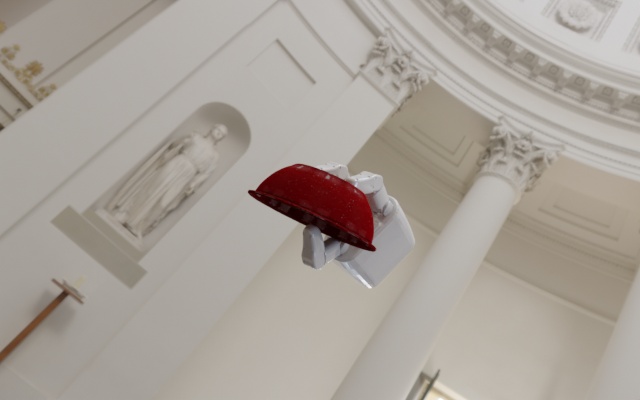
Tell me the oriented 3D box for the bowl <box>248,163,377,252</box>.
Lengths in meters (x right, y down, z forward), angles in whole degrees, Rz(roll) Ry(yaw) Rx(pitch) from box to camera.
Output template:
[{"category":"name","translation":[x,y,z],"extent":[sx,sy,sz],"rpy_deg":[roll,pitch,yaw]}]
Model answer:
[{"category":"bowl","translation":[0.000,0.001,0.551],"extent":[0.162,0.055,0.162],"rpy_deg":[24,-7,3]}]
